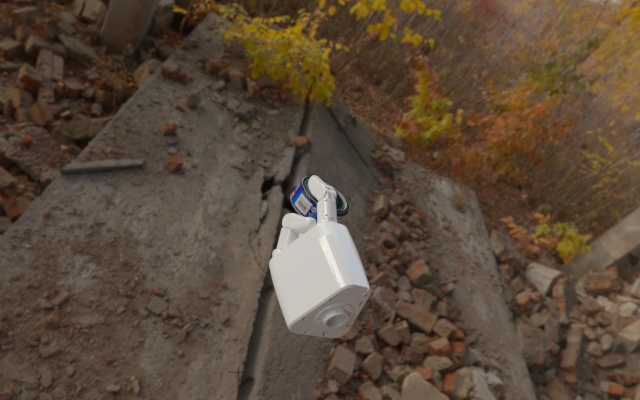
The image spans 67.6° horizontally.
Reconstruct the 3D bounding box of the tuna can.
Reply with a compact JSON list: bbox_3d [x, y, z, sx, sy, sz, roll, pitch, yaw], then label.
[{"bbox_3d":[0.000,0.002,0.713,0.086,0.034,0.086,27,28,-15],"label":"tuna can"}]
